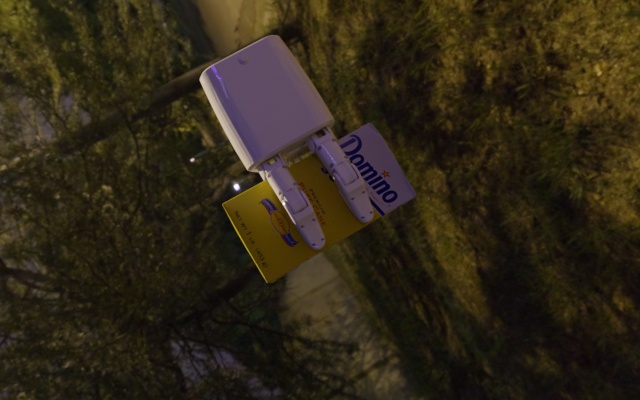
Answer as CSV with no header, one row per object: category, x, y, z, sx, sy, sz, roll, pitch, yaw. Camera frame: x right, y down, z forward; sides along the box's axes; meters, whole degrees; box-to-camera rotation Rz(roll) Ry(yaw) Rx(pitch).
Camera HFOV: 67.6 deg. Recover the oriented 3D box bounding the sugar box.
sugar box,0.000,0.001,0.492,0.176,0.093,0.048,-31,-4,-6
